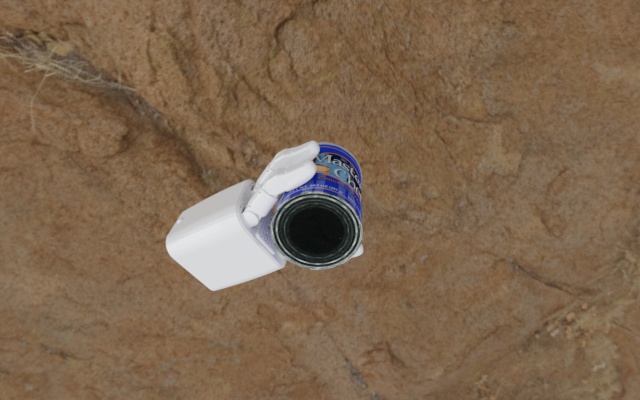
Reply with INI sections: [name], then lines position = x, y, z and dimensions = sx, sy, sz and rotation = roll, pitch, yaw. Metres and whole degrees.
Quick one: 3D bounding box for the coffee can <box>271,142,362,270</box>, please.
[coffee can]
position = 0.000, 0.002, 0.585
dimensions = 0.103, 0.103, 0.140
rotation = 0, 29, 4
